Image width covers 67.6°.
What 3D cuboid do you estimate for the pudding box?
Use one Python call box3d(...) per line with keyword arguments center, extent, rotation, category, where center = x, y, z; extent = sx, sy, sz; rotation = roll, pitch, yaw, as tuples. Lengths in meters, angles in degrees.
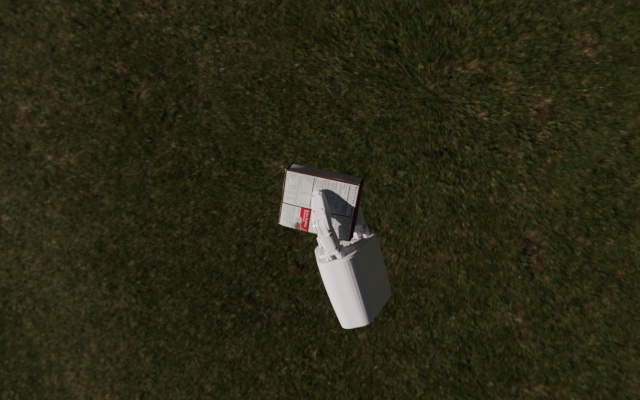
box3d(center=(0.000, 0.002, 0.690), extent=(0.113, 0.090, 0.039), rotation=(12, 19, 8), category="pudding box")
